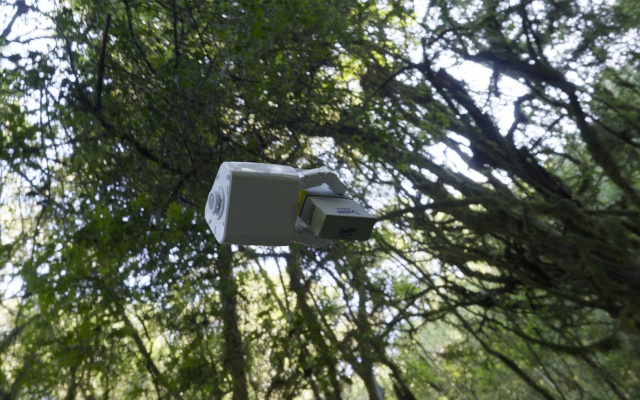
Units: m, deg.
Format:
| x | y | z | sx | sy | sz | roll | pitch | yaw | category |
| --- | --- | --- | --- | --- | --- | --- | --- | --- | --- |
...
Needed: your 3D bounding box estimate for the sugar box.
| x | y | z | sx | sy | sz | roll | pitch | yaw | category |
| --- | --- | --- | --- | --- | --- | --- | --- | --- | --- |
| 0.000 | 0.003 | 0.748 | 0.093 | 0.048 | 0.176 | 6 | 25 | -32 | sugar box |
